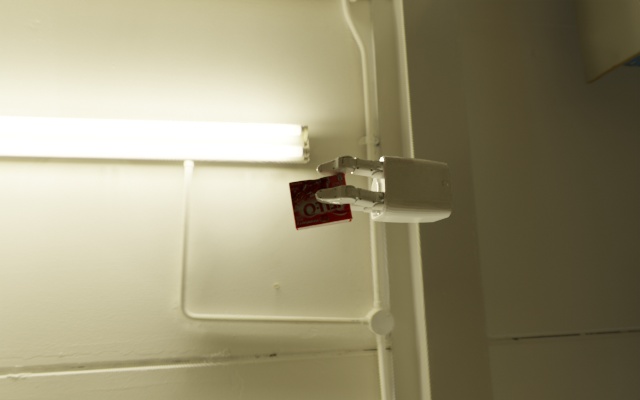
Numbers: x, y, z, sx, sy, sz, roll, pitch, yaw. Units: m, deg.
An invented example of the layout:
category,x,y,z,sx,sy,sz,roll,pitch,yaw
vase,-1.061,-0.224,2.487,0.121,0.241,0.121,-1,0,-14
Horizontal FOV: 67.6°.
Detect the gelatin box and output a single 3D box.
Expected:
category,x,y,z,sx,sy,sz,roll,pitch,yaw
gelatin box,0.000,0.003,0.736,0.089,0.073,0.030,-9,-11,-2
